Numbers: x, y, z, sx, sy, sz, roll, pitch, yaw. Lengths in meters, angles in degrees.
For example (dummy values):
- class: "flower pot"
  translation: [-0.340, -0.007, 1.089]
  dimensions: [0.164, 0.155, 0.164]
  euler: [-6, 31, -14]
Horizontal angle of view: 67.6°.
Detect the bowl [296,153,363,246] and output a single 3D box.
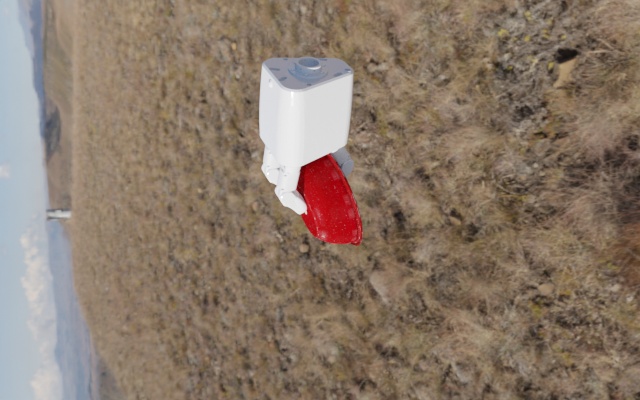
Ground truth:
- class: "bowl"
  translation: [0.000, 0.004, 0.703]
  dimensions: [0.055, 0.162, 0.162]
  euler: [-23, 6, -13]
